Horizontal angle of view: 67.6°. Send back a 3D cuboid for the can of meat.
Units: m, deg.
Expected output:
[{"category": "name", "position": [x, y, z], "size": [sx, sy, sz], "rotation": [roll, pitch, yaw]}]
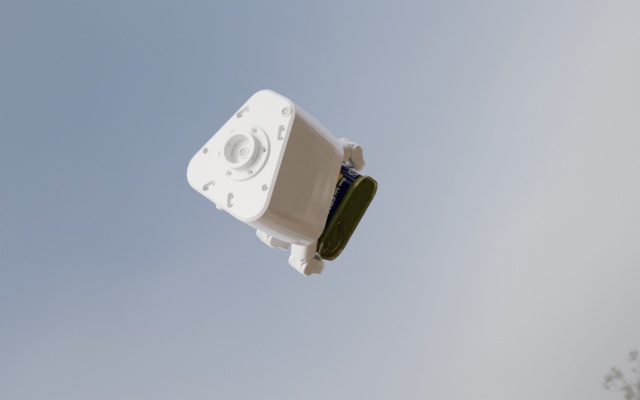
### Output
[{"category": "can of meat", "position": [0.000, 0.002, 0.532], "size": [0.084, 0.102, 0.057], "rotation": [31, 3, 27]}]
